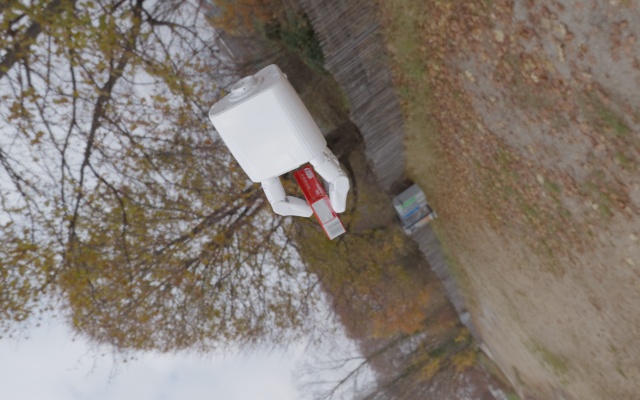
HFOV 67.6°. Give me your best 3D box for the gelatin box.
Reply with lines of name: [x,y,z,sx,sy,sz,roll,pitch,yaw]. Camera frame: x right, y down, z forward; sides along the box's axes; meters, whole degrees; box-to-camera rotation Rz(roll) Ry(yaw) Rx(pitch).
gelatin box: [0.000,0.003,0.694,0.030,0.089,0.073,-29,44,1]
